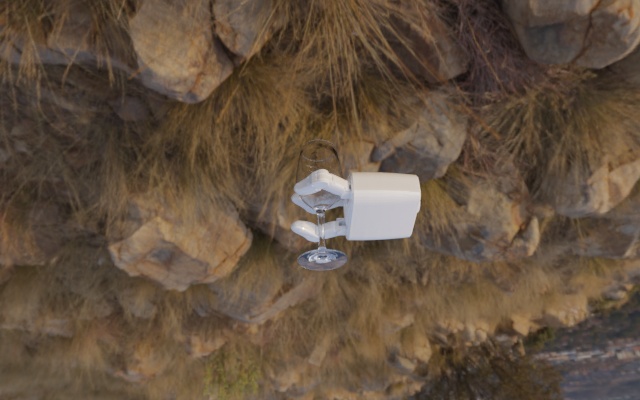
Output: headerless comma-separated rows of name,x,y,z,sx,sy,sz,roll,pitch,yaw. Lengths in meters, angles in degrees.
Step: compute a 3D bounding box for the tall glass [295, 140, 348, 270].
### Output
tall glass,0.000,0.003,0.750,0.079,0.201,0.079,-2,-30,-1
